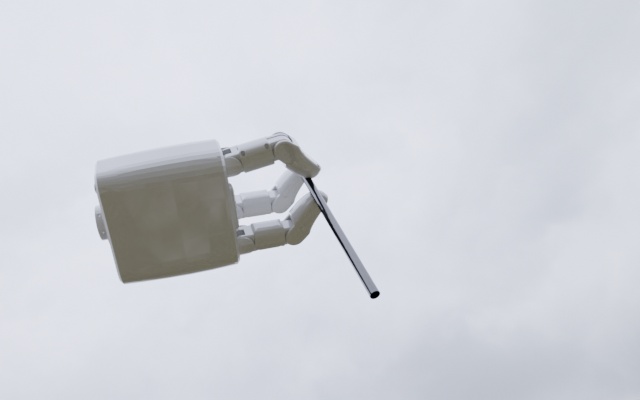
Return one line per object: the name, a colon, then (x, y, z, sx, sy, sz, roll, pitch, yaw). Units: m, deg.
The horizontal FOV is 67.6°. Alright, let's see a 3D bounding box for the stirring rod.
stirring rod: (0.000, 0.001, 0.433, 0.011, 0.011, 0.239, 0, 33, -23)
